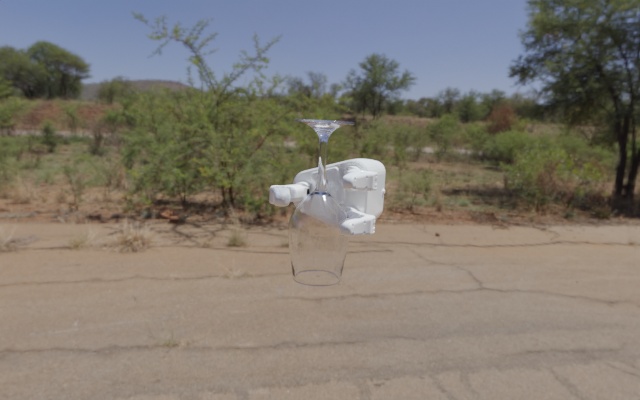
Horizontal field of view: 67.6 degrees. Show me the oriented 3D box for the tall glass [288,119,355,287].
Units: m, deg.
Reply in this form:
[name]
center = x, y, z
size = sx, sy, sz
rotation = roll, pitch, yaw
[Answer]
[tall glass]
center = 0.000, 0.001, 0.596
size = 0.079, 0.201, 0.079
rotation = 3, 8, 0
